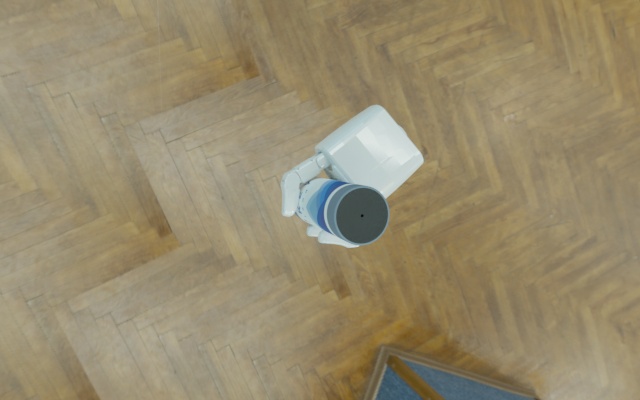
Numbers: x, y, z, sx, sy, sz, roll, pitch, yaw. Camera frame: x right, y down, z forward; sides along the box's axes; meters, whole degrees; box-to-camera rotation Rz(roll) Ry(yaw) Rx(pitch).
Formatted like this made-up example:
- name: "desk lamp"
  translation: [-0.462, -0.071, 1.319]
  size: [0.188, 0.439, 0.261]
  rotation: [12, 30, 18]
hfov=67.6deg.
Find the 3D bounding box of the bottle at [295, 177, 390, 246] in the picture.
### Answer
- name: "bottle"
  translation: [0.000, 0.002, 0.661]
  size: [0.069, 0.069, 0.295]
  rotation: [0, 6, -18]
